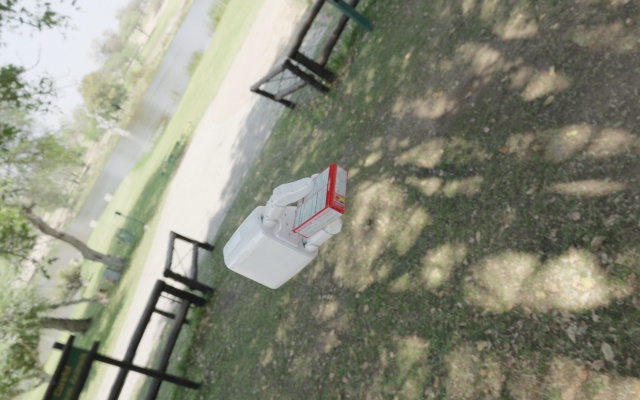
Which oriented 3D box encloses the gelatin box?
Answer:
[{"bbox_3d":[0.000,0.002,0.659,0.030,0.073,0.089,26,-40,-24],"label":"gelatin box"}]
